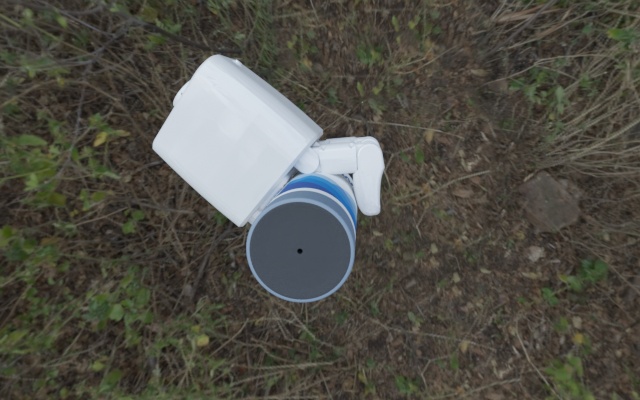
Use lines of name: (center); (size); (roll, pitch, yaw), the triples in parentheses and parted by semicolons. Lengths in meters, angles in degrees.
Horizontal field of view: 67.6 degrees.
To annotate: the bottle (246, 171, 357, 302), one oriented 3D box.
bottle: (0.000, 0.002, 0.431); (0.069, 0.069, 0.295); (0, 12, 5)
